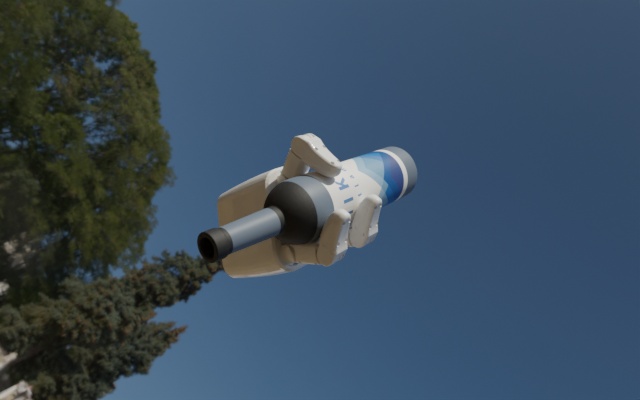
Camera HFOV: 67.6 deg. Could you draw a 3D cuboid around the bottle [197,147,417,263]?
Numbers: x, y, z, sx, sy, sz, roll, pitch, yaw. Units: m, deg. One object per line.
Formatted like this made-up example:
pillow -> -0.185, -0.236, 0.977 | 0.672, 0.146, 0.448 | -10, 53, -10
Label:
bottle -> 0.000, 0.002, 0.500 | 0.069, 0.069, 0.295 | 0, 15, 41
